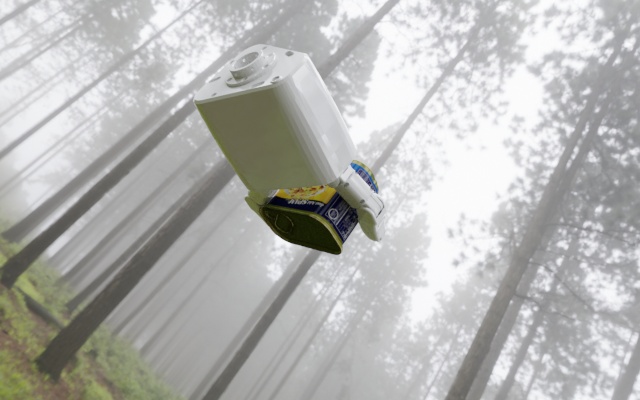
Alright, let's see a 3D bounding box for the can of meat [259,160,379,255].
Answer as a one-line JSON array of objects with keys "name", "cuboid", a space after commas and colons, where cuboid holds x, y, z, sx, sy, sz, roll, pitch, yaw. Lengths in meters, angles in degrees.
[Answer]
[{"name": "can of meat", "cuboid": [0.000, 0.001, 0.502, 0.102, 0.084, 0.057, 9, -39, 44]}]
